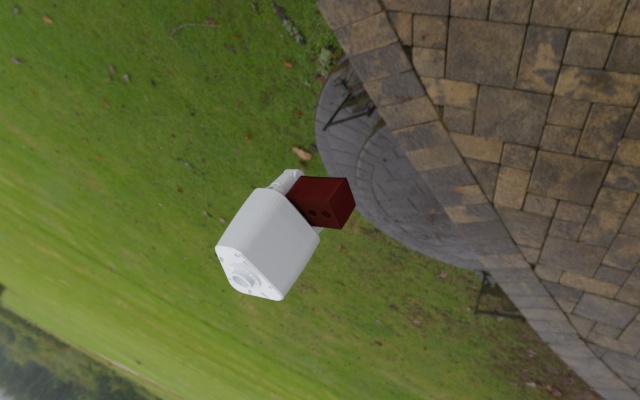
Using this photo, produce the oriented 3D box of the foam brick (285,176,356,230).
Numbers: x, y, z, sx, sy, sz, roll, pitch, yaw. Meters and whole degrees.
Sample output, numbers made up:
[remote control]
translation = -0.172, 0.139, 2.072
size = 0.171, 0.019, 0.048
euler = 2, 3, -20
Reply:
[foam brick]
translation = 0.000, 0.002, 0.660
size = 0.078, 0.053, 0.051
euler = 4, 44, 34
